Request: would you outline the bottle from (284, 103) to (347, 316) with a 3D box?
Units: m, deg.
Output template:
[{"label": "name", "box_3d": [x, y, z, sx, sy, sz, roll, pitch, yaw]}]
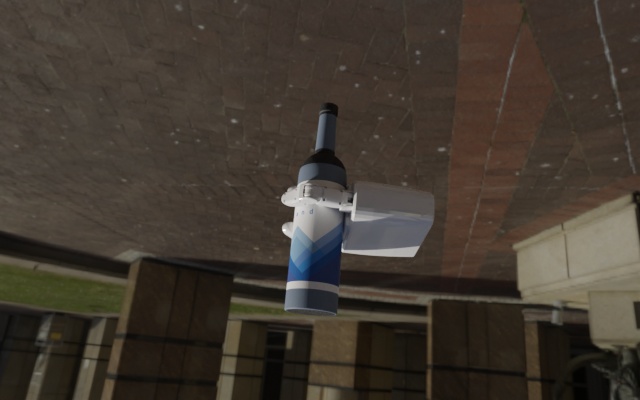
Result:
[{"label": "bottle", "box_3d": [0.000, 0.002, 0.646, 0.069, 0.295, 0.069, 5, -19, 2]}]
